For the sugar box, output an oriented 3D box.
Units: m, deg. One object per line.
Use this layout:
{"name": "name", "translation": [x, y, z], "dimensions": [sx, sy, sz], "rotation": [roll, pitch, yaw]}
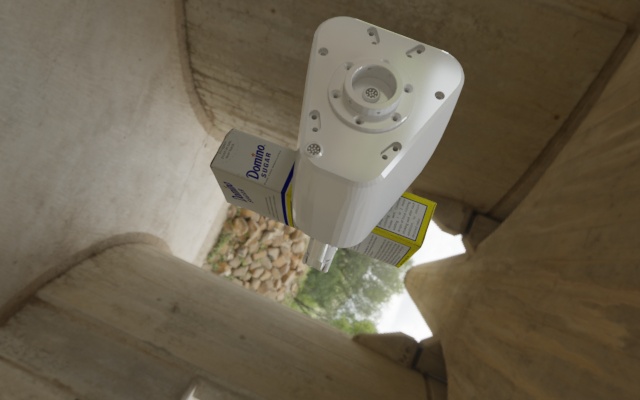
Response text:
{"name": "sugar box", "translation": [0.000, 0.001, 0.411], "dimensions": [0.176, 0.048, 0.093], "rotation": [23, -18, 5]}
